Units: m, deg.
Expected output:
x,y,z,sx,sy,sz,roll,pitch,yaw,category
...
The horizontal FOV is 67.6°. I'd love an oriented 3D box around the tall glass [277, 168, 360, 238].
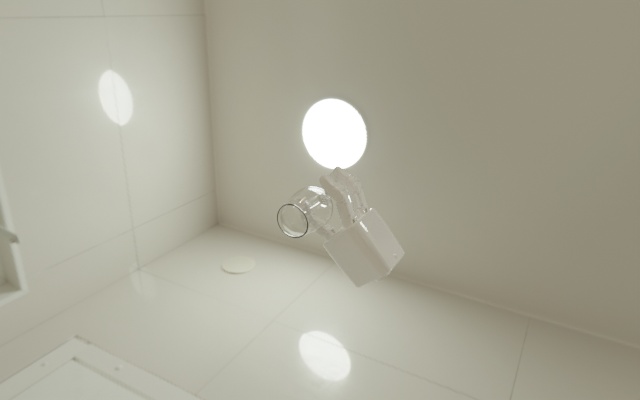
x,y,z,sx,sy,sz,roll,pitch,yaw,category
0.000,0.003,0.881,0.079,0.079,0.201,0,19,31,tall glass
